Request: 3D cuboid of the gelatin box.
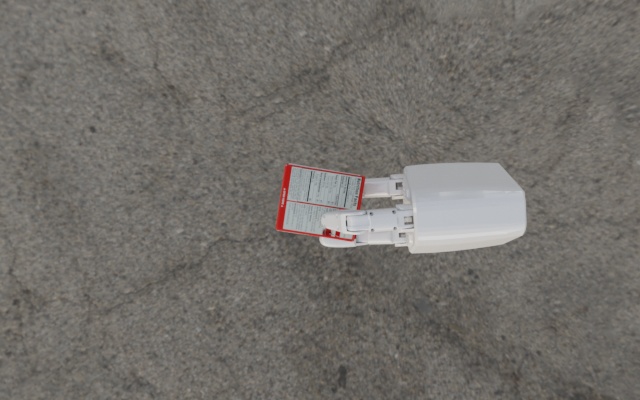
[{"bbox_3d":[0.000,0.002,0.523,0.089,0.073,0.030,9,6,0],"label":"gelatin box"}]
